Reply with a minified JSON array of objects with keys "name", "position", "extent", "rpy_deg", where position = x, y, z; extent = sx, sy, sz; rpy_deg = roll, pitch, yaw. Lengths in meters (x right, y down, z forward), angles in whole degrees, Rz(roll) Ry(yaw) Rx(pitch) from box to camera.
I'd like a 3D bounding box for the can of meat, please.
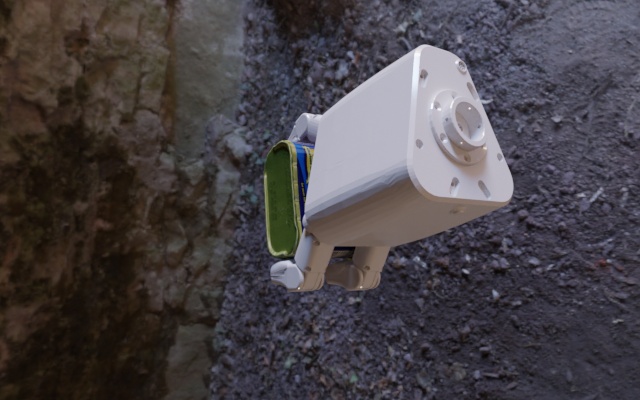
[{"name":"can of meat","position":[0.000,0.001,0.414],"extent":[0.084,0.102,0.057],"rpy_deg":[4,-16,-33]}]
